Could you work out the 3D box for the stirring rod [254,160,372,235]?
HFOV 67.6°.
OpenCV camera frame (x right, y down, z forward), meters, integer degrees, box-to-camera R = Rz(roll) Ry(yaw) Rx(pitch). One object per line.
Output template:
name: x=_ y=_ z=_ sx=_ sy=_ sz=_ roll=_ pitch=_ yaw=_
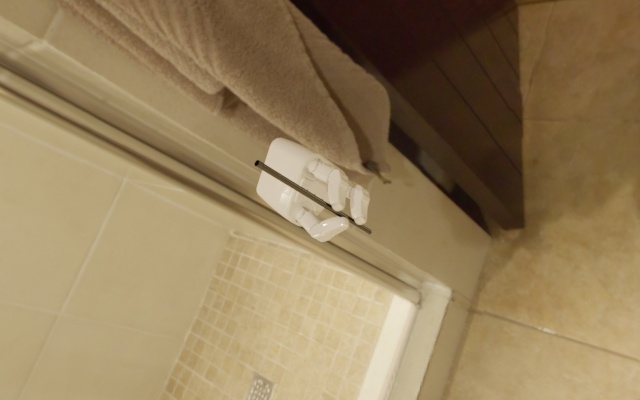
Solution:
stirring rod: x=0.000 y=0.002 z=0.639 sx=0.011 sy=0.011 sz=0.240 roll=0 pitch=-22 yaw=42
